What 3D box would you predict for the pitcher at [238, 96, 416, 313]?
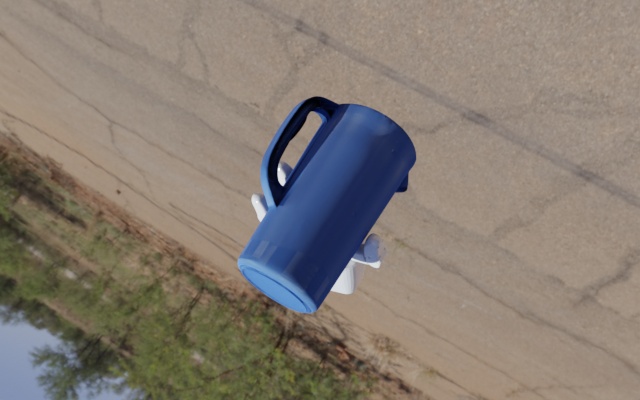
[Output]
[{"bbox_3d":[0.000,0.002,0.581,0.149,0.242,0.145,25,-25,19],"label":"pitcher"}]
